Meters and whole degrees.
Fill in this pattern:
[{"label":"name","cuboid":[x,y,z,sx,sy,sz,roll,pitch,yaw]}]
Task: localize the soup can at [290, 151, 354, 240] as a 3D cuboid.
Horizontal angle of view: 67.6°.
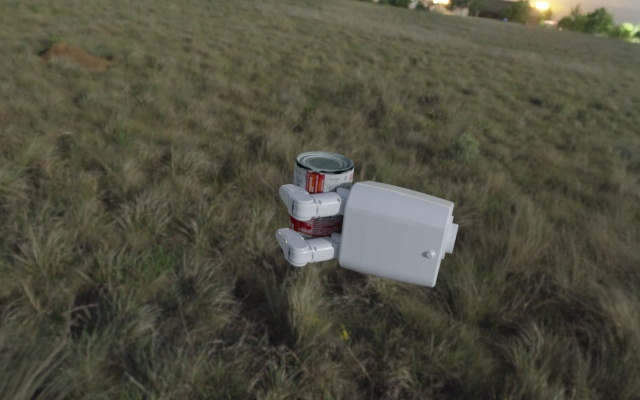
[{"label":"soup can","cuboid":[0.000,0.001,0.551,0.068,0.102,0.068,5,24,-2]}]
